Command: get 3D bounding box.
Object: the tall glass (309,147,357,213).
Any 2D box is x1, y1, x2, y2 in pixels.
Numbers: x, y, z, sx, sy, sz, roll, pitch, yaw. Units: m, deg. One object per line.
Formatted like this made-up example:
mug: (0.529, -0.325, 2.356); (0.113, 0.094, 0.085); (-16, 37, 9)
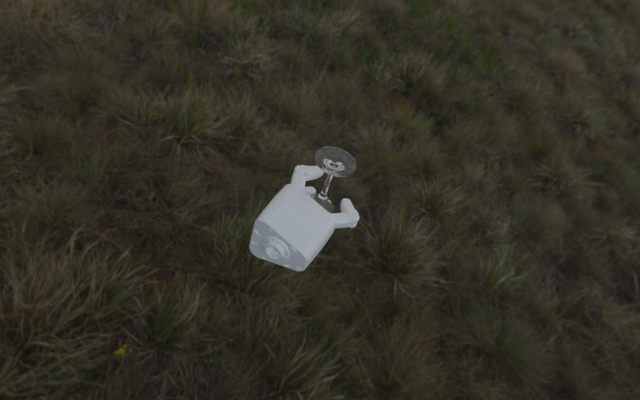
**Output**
tall glass: (0.000, 0.002, 0.868); (0.079, 0.079, 0.201); (0, -44, -20)
